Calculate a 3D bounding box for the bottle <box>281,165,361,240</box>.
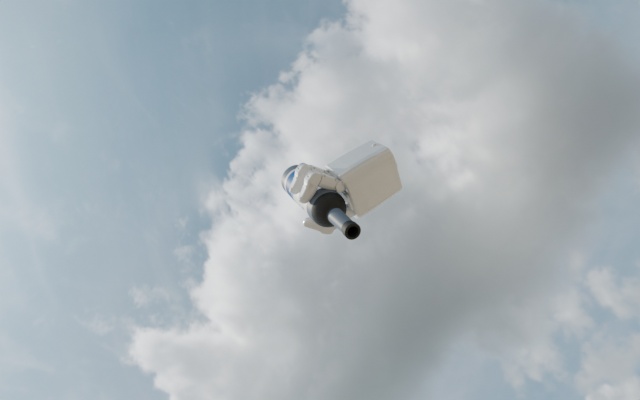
[{"bbox_3d":[0.000,0.003,0.868,0.069,0.069,0.295,0,18,-21],"label":"bottle"}]
